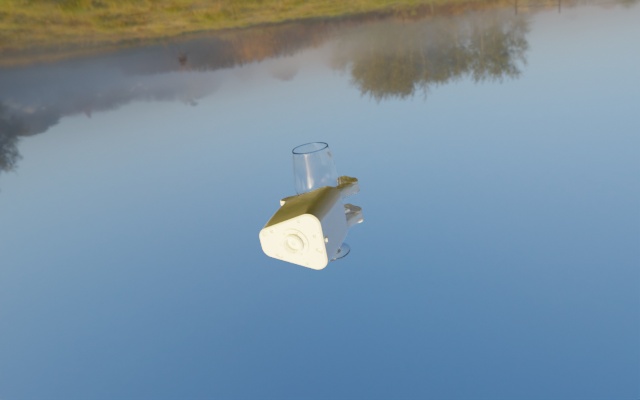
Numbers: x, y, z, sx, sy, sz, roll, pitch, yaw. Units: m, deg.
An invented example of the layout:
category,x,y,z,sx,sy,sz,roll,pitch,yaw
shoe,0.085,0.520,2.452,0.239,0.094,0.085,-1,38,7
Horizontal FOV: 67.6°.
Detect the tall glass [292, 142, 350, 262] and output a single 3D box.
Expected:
category,x,y,z,sx,sy,sz,roll,pitch,yaw
tall glass,0.000,0.003,0.835,0.079,0.201,0.079,-10,21,4
